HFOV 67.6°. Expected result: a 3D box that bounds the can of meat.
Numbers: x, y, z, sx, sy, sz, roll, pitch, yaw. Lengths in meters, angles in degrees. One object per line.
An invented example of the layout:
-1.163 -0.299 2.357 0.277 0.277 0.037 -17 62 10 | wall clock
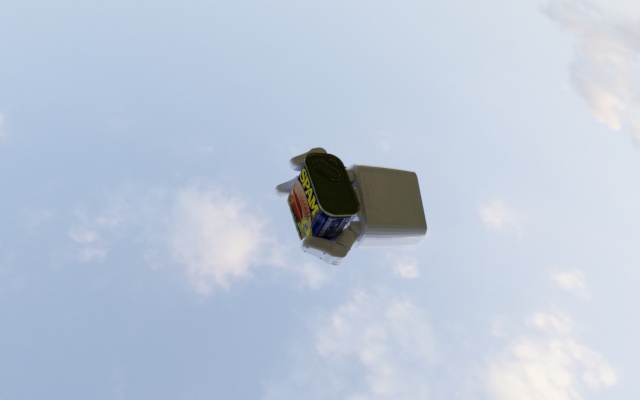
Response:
0.000 0.002 0.634 0.057 0.102 0.084 -1 -37 -27 | can of meat
